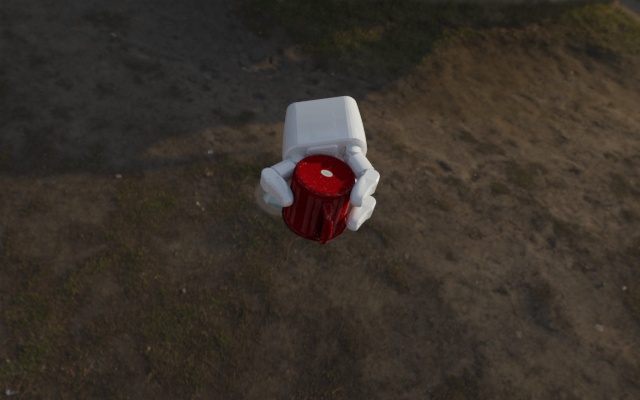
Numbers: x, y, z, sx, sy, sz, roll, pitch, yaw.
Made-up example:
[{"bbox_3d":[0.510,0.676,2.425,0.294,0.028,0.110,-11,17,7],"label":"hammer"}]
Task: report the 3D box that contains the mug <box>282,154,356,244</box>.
[{"bbox_3d":[0.000,0.003,0.624,0.093,0.117,0.082,4,-44,-10],"label":"mug"}]
